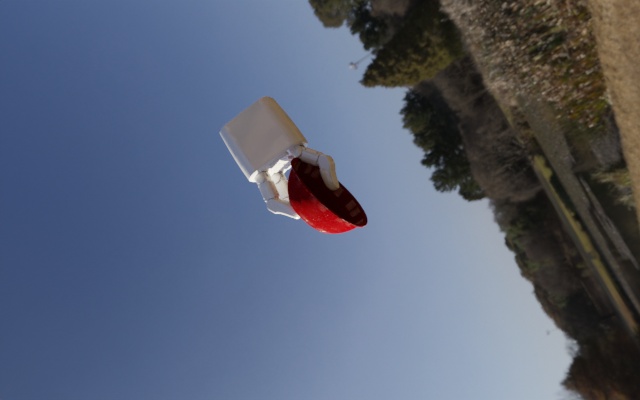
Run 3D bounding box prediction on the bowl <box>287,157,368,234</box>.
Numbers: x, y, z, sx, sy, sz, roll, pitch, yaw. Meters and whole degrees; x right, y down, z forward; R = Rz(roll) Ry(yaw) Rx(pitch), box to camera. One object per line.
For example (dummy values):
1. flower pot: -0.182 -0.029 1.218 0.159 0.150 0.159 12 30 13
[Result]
1. bowl: 0.001 0.004 0.784 0.162 0.055 0.162 37 18 -14
